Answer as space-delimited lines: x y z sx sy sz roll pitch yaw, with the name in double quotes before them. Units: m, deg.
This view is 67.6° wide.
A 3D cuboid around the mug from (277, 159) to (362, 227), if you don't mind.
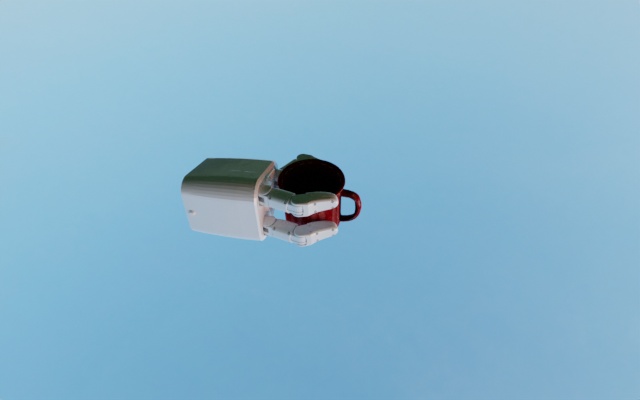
"mug" 0.002 0.002 0.677 0.117 0.082 0.093 7 44 9
